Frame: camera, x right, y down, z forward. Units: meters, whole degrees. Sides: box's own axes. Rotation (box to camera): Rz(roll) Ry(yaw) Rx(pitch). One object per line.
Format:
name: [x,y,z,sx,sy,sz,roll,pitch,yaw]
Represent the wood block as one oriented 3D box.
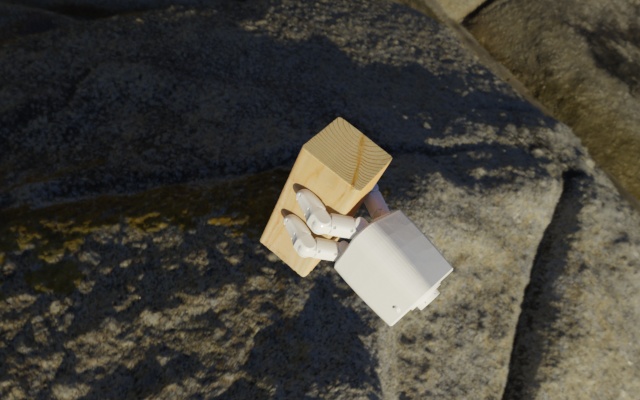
wood block: [0.001,0.002,0.654,0.090,0.090,0.206,-44,-11,-42]
